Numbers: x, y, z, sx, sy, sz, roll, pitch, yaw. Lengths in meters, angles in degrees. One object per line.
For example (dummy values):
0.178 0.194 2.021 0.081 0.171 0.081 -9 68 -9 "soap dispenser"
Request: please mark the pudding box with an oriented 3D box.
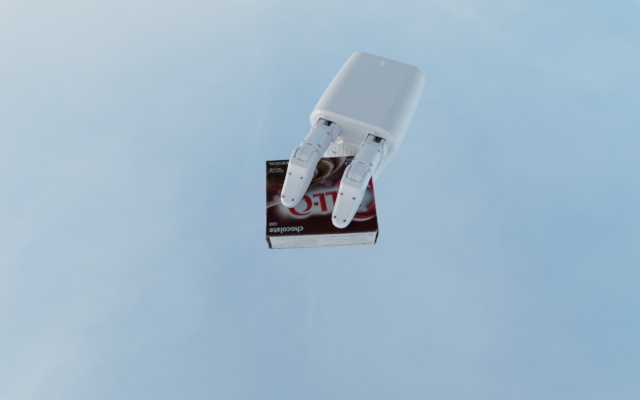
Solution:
0.000 0.002 0.493 0.113 0.090 0.039 -4 -31 1 "pudding box"
